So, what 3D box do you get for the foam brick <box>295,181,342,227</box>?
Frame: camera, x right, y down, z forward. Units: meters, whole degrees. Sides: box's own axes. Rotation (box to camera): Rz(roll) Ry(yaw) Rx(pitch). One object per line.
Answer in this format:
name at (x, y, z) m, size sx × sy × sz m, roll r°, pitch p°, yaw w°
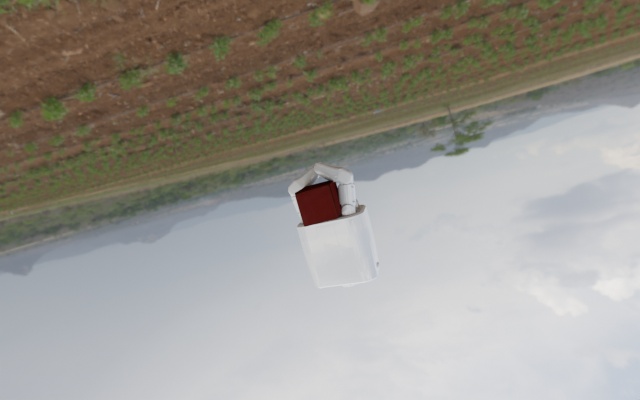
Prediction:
foam brick at (0.000, 0.002, 0.701) m, size 0.053 × 0.051 × 0.078 m, roll -14°, pitch 6°, yaw 11°
